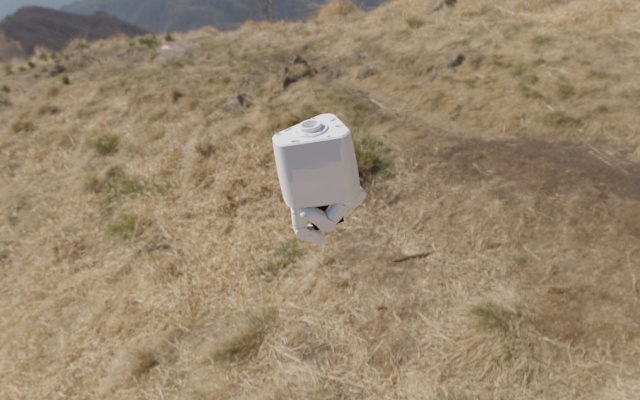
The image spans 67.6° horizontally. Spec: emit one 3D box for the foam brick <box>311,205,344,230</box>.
[{"bbox_3d":[0.000,0.003,0.779,0.053,0.051,0.078,-18,33,-10],"label":"foam brick"}]
